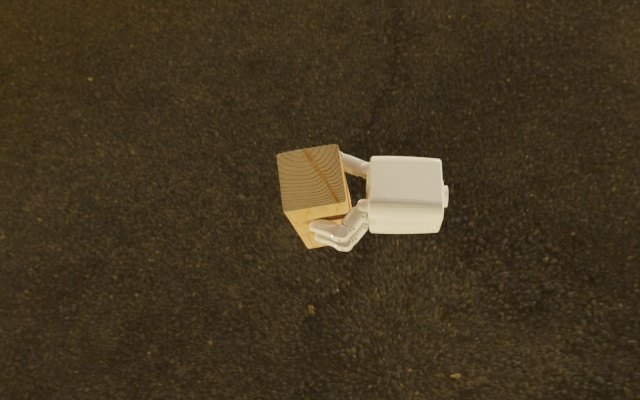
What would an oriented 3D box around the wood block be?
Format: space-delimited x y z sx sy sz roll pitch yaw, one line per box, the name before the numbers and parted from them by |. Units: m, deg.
wood block | 0.000 0.002 0.751 0.090 0.090 0.206 -9 -21 5
